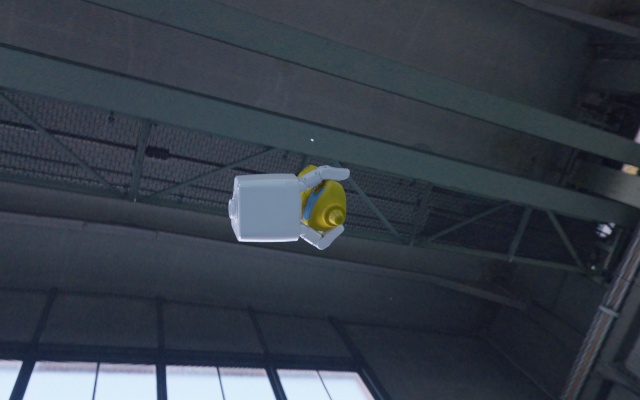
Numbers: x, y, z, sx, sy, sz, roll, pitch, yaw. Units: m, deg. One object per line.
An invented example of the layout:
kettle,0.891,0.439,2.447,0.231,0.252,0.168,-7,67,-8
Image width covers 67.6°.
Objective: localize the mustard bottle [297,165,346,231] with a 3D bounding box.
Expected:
mustard bottle,0.000,0.003,0.877,0.058,0.096,0.191,25,8,-25
